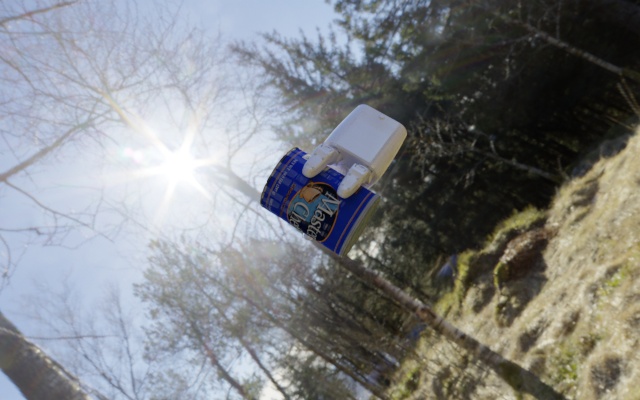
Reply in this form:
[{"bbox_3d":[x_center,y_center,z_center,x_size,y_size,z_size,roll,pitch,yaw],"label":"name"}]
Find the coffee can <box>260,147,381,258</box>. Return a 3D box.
[{"bbox_3d":[0.000,0.002,0.683,0.140,0.103,0.103,31,6,11],"label":"coffee can"}]
